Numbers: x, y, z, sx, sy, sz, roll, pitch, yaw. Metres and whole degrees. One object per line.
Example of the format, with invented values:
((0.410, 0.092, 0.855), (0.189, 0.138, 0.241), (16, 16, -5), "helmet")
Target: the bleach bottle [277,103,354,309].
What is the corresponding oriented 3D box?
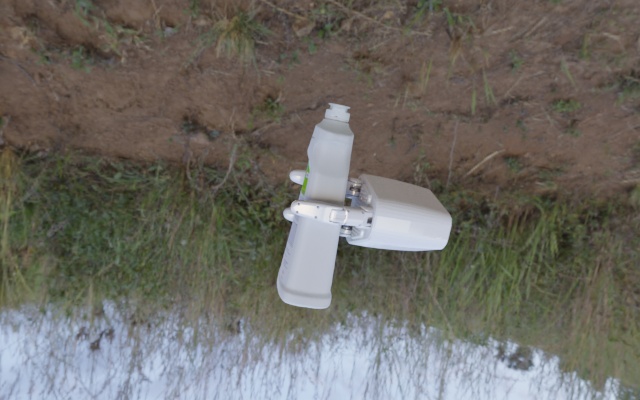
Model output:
((0.000, 0.002, 0.615), (0.068, 0.251, 0.102), (10, 8, -12), "bleach bottle")
